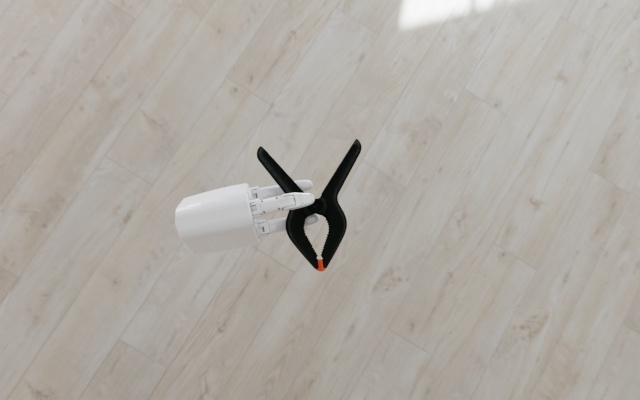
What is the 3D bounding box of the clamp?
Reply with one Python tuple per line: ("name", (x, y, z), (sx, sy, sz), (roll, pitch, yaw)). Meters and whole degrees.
("clamp", (0.000, 0.003, 0.743), (0.164, 0.210, 0.036), (-12, -5, -4))
